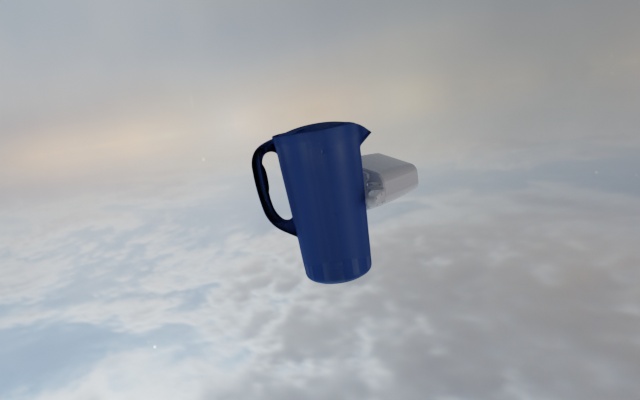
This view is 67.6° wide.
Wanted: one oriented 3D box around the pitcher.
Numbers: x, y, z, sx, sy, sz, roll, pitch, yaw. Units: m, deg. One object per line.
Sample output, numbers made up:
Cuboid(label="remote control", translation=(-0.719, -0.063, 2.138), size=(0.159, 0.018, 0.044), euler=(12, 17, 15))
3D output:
Cuboid(label="pitcher", translation=(0.000, 0.002, 0.747), size=(0.149, 0.243, 0.145), euler=(1, 15, 43))
